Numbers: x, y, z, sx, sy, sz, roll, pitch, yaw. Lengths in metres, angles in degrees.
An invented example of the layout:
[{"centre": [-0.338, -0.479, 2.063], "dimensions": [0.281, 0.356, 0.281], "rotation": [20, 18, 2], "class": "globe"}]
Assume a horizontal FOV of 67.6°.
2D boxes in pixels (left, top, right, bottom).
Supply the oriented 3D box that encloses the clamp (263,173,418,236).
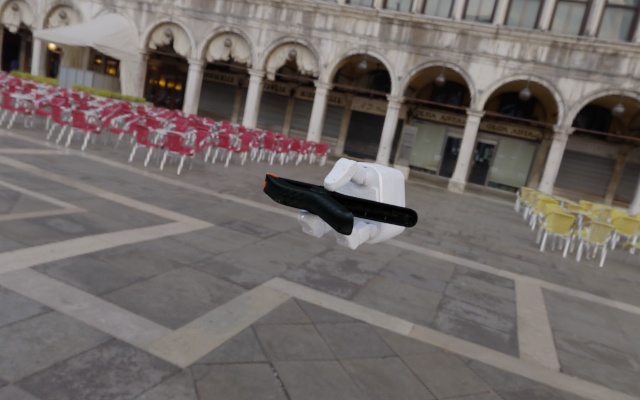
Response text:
[{"centre": [0.000, 0.001, 0.605], "dimensions": [0.210, 0.036, 0.164], "rotation": [17, 10, 29], "class": "clamp"}]
